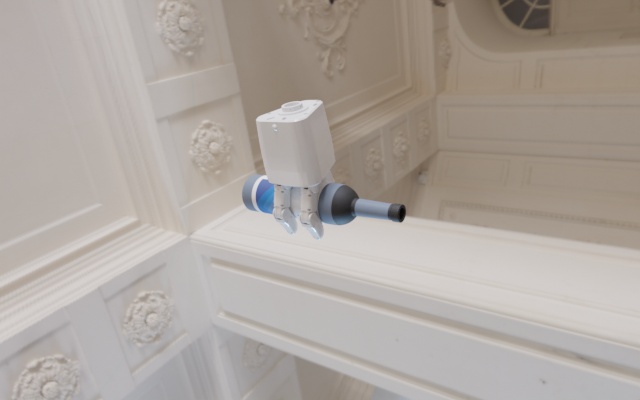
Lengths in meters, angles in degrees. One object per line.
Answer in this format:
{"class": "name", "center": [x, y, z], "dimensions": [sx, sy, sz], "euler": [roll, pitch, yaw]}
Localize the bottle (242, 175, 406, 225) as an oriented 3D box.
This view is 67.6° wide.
{"class": "bottle", "center": [0.000, 0.003, 0.781], "dimensions": [0.295, 0.069, 0.069], "euler": [8, 5, 35]}
